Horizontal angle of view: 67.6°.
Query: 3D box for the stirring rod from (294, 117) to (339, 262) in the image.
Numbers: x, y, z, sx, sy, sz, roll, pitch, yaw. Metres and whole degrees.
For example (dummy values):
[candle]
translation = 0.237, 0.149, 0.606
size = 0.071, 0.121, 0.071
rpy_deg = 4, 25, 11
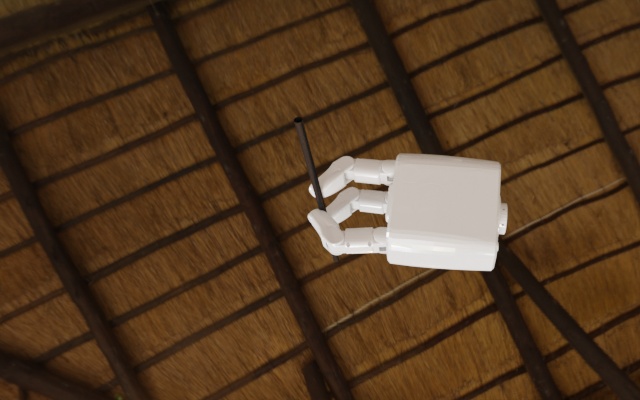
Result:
[stirring rod]
translation = 0.000, 0.002, 0.521
size = 0.011, 0.011, 0.240
rpy_deg = 0, -38, 12
